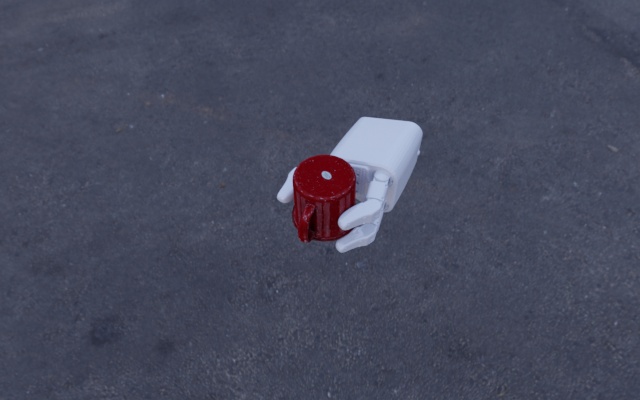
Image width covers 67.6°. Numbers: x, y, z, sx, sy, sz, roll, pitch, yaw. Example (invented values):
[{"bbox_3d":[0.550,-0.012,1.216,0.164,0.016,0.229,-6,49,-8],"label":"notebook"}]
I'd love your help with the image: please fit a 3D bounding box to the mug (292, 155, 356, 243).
[{"bbox_3d":[-0.001,0.003,0.624,0.093,0.117,0.082,21,-36,18],"label":"mug"}]
